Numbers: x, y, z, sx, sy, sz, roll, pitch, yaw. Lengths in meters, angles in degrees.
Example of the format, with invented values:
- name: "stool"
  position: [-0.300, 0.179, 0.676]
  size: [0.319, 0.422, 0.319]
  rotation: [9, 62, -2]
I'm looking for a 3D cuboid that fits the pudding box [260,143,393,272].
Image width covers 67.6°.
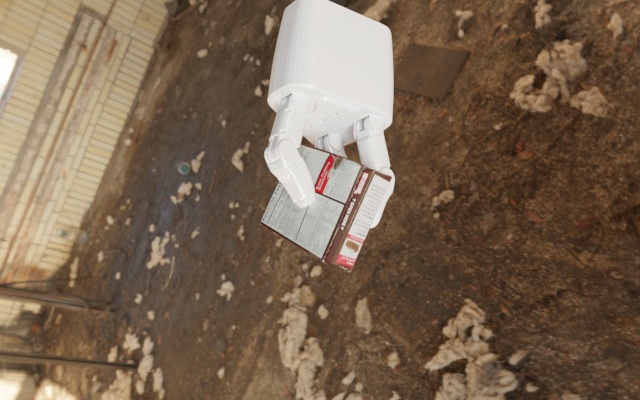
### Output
- name: "pudding box"
  position: [0.000, 0.001, 0.435]
  size: [0.039, 0.090, 0.113]
  rotation: [22, 2, -37]
